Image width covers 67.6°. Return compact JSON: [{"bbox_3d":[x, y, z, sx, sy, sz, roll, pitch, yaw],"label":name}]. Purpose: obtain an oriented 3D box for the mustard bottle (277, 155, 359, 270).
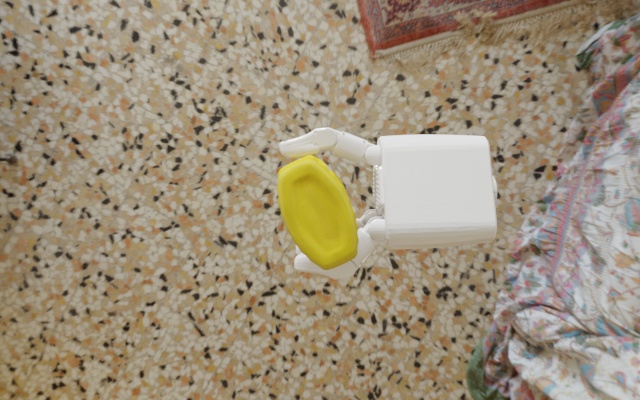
[{"bbox_3d":[0.000,0.002,0.484,0.058,0.096,0.191,-26,5,4],"label":"mustard bottle"}]
